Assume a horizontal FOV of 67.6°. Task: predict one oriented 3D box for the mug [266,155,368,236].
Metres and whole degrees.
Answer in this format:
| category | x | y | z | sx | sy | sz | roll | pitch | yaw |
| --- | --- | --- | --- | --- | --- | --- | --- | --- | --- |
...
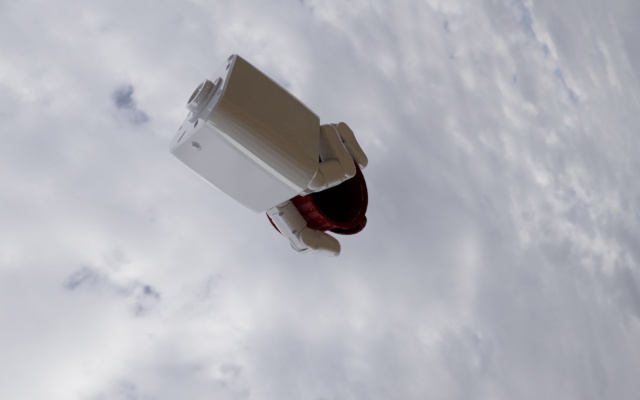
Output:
| category | x | y | z | sx | sy | sz | roll | pitch | yaw |
| --- | --- | --- | --- | --- | --- | --- | --- | --- | --- |
| mug | 0.001 | 0.002 | 0.529 | 0.117 | 0.093 | 0.081 | 37 | -39 | -27 |
